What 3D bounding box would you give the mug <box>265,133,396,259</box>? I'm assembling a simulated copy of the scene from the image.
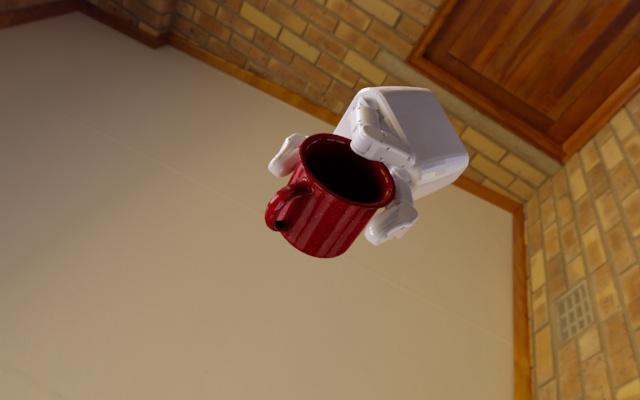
[{"bbox_3d":[-0.001,0.002,0.429,0.117,0.093,0.081,-16,-32,-43],"label":"mug"}]
